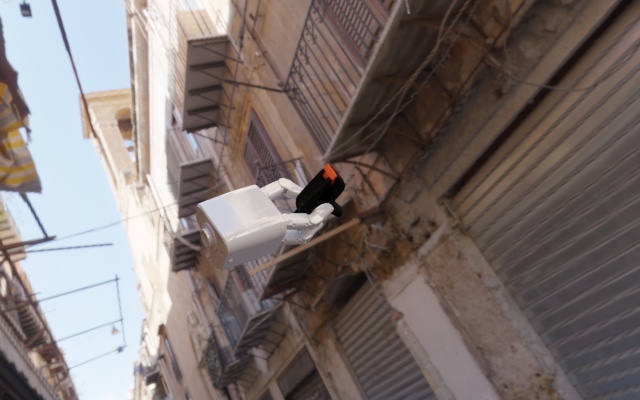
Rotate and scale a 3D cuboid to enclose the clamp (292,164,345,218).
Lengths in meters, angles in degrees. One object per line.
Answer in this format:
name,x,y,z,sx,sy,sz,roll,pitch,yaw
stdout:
clamp,0.000,0.002,0.849,0.164,0.036,0.210,-23,-22,-33
